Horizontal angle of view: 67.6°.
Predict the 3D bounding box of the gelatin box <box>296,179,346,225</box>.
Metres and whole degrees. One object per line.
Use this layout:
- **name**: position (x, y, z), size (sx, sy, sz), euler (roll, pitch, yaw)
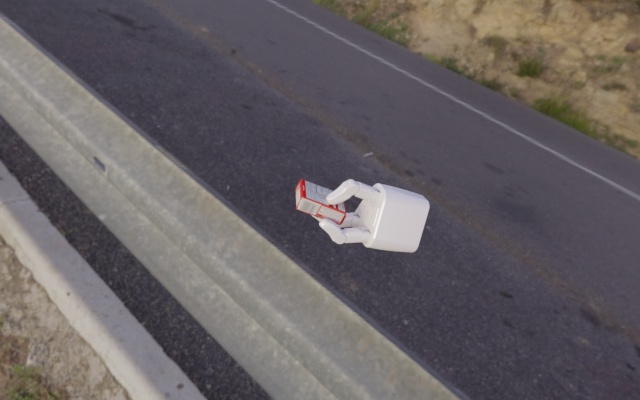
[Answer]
- **gelatin box**: position (0.000, 0.002, 0.864), size (0.089, 0.030, 0.073), euler (21, 25, -15)
